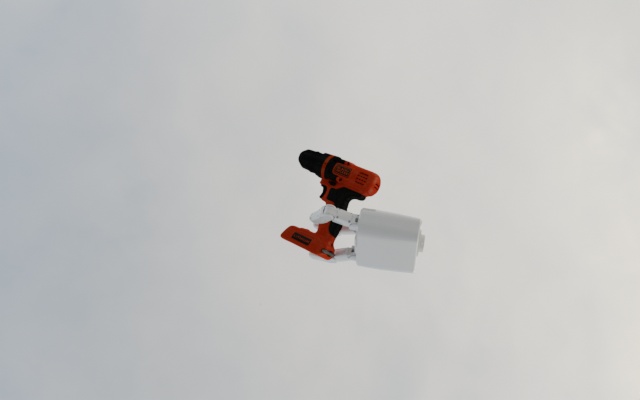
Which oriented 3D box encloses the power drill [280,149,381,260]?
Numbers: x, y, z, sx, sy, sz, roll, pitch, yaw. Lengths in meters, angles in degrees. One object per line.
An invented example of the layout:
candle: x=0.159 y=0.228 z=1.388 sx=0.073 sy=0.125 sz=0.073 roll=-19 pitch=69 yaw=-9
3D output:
power drill: x=0.000 y=0.003 z=0.899 sx=0.184 sy=0.187 sz=0.057 roll=24 pitch=-4 yaw=34
